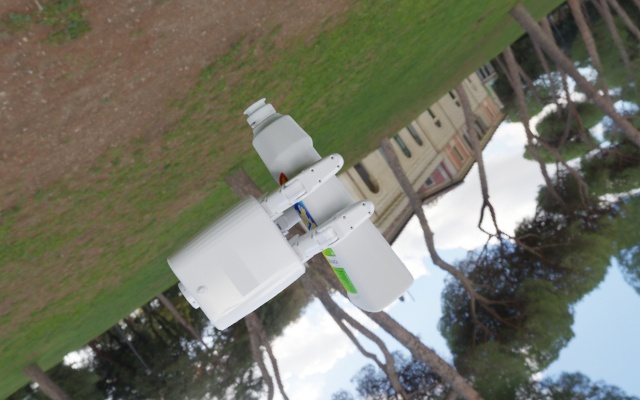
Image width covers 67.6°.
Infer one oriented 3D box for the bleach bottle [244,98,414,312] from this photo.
[{"bbox_3d":[0.000,0.002,0.526,0.068,0.251,0.102,-36,5,-11],"label":"bleach bottle"}]
